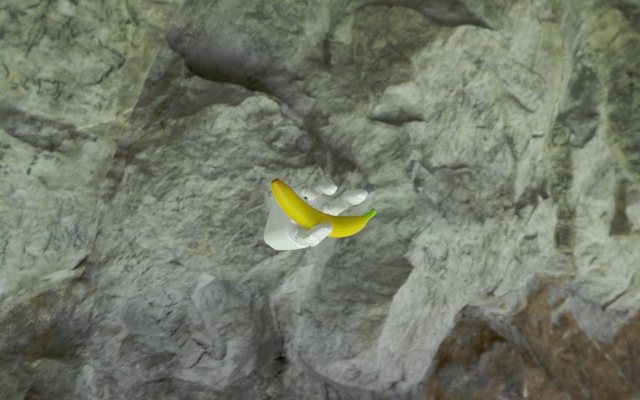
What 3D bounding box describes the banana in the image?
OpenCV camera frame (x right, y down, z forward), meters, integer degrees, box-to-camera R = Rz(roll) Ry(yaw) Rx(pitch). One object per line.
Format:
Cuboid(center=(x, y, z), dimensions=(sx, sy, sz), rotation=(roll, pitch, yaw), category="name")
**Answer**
Cuboid(center=(-0.002, 0.021, 0.807), dimensions=(0.198, 0.069, 0.037), rotation=(17, -1, -24), category="banana")
